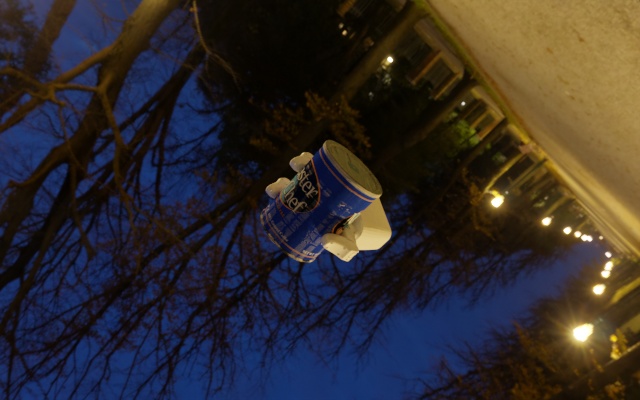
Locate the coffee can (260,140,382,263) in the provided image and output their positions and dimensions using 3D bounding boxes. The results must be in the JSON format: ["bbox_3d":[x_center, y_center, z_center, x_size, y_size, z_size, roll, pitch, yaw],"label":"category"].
[{"bbox_3d":[0.000,0.002,0.659,0.140,0.102,0.103,-46,-19,20],"label":"coffee can"}]
